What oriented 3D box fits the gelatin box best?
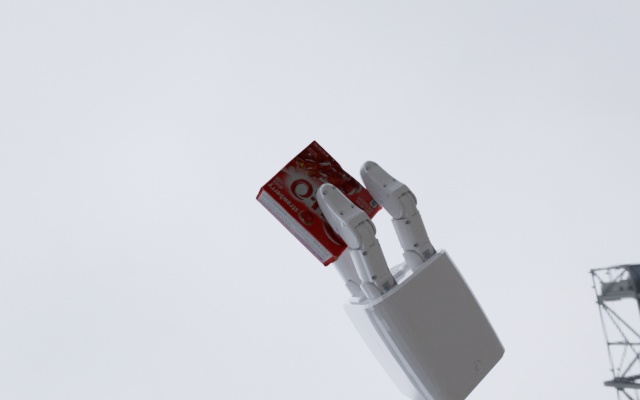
[{"bbox_3d":[0.000,0.001,0.423,0.073,0.089,0.030,-45,-1,-31],"label":"gelatin box"}]
